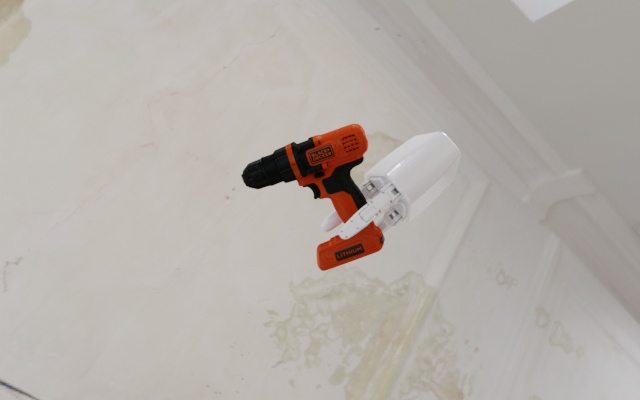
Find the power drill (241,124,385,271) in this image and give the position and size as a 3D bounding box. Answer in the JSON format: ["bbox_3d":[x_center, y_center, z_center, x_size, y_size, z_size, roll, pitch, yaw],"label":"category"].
[{"bbox_3d":[0.001,0.003,0.684,0.184,0.188,0.057,-19,14,6],"label":"power drill"}]
